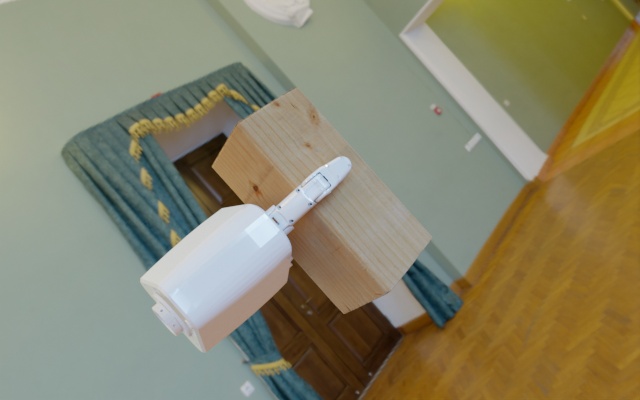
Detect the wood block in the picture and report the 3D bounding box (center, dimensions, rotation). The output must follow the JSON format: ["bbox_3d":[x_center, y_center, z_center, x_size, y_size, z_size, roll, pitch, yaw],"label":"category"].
[{"bbox_3d":[0.000,0.002,0.488,0.090,0.206,0.091,-42,0,-38],"label":"wood block"}]
